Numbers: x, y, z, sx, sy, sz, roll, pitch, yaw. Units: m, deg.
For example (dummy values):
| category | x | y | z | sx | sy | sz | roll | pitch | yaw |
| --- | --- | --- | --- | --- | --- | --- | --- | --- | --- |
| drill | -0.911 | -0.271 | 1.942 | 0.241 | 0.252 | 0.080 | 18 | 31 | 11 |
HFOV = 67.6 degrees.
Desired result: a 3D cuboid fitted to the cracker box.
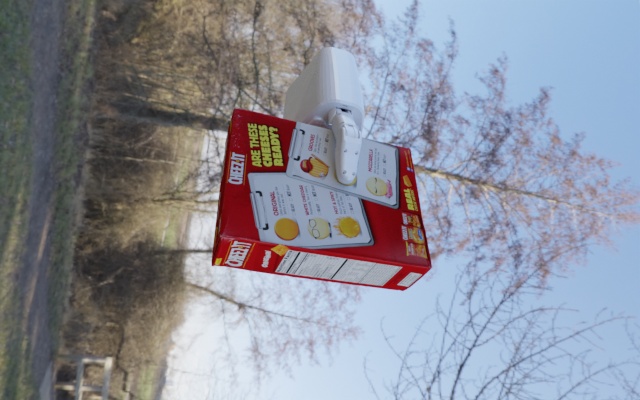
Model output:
| category | x | y | z | sx | sy | sz | roll | pitch | yaw |
| --- | --- | --- | --- | --- | --- | --- | --- | --- | --- |
| cracker box | 0.000 | 0.002 | 0.515 | 0.214 | 0.164 | 0.072 | 10 | -37 | -16 |
